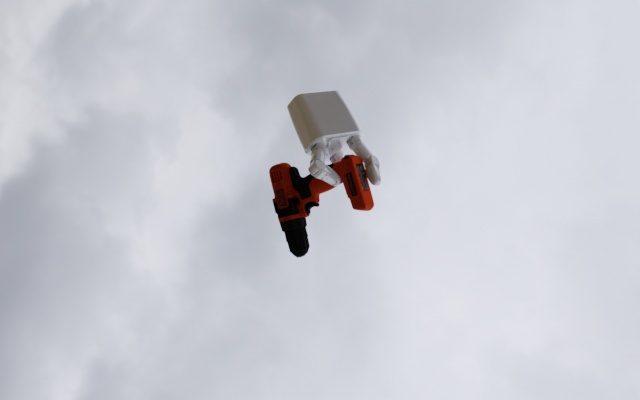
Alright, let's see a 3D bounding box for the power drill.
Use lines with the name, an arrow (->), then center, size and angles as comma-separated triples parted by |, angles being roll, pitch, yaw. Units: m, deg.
power drill -> 0.000, 0.003, 0.887 | 0.187, 0.184, 0.057 | -15, 0, 24
